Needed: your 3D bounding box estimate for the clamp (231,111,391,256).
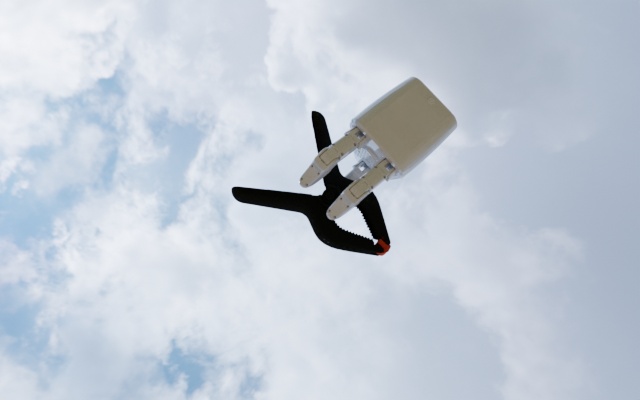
[{"bbox_3d":[0.001,0.003,0.621,0.164,0.210,0.036,-39,-10,-12],"label":"clamp"}]
